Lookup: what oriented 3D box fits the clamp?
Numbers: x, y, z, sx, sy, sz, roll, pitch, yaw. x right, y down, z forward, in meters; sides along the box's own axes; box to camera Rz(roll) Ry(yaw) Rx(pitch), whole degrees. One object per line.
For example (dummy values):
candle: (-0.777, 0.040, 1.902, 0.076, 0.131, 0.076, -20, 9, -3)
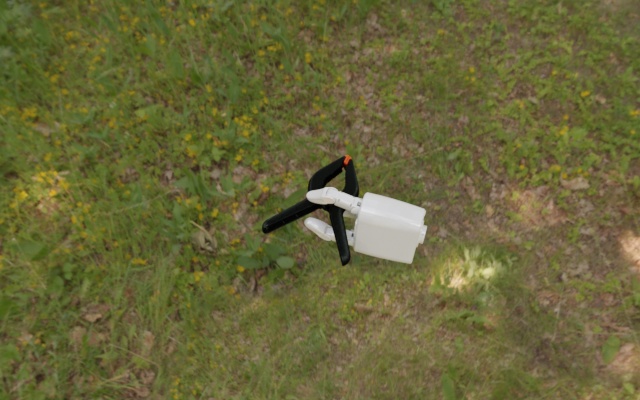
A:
clamp: (0.001, 0.002, 0.858, 0.164, 0.210, 0.036, 15, -29, 10)
